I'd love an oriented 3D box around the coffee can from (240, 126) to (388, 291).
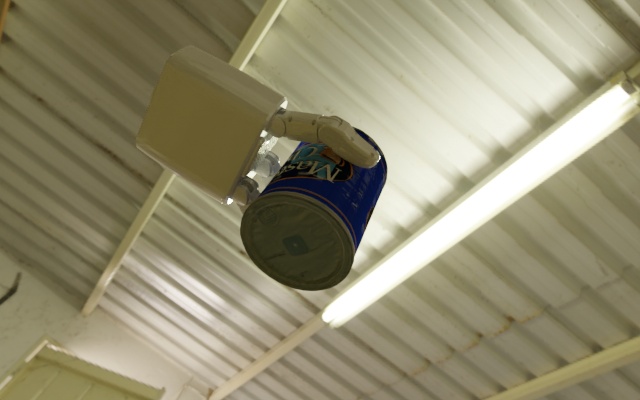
[{"bbox_3d":[0.000,0.002,0.458,0.103,0.103,0.140,0,32,22],"label":"coffee can"}]
